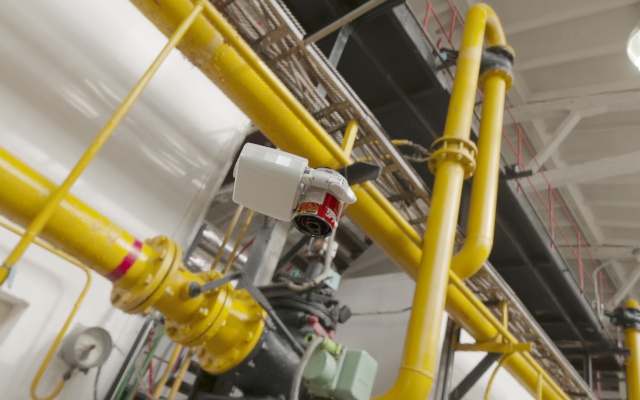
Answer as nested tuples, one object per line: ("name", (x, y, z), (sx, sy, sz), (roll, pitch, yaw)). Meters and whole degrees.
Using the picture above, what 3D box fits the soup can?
("soup can", (0.001, 0.002, 0.799), (0.068, 0.102, 0.069), (13, -33, 9))
